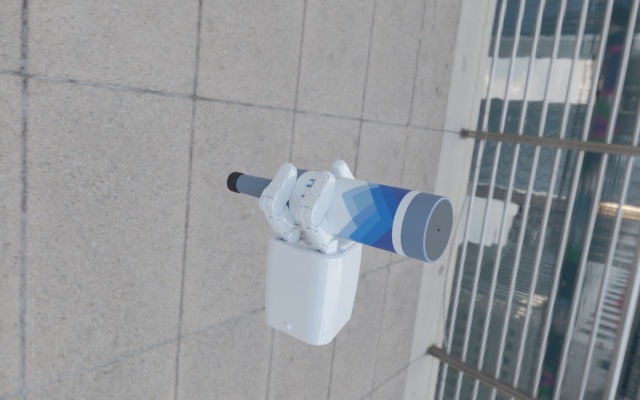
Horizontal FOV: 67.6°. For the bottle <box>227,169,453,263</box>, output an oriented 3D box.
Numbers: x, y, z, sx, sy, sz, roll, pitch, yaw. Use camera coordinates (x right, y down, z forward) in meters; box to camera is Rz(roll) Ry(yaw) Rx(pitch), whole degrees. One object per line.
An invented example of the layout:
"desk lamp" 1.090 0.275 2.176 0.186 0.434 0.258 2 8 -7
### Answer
"bottle" 0.000 0.002 0.550 0.295 0.069 0.069 13 8 36
